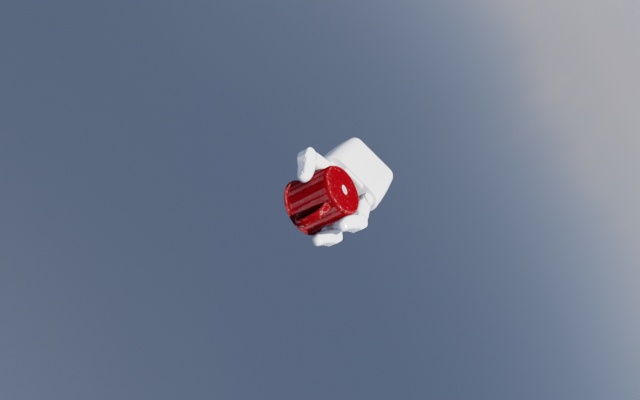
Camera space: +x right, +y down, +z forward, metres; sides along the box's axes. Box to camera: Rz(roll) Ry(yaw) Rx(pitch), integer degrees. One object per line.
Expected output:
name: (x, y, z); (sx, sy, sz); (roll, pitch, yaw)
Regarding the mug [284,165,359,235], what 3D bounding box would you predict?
mug: (0.000, 0.003, 0.721); (0.081, 0.093, 0.117); (-25, 14, 33)
